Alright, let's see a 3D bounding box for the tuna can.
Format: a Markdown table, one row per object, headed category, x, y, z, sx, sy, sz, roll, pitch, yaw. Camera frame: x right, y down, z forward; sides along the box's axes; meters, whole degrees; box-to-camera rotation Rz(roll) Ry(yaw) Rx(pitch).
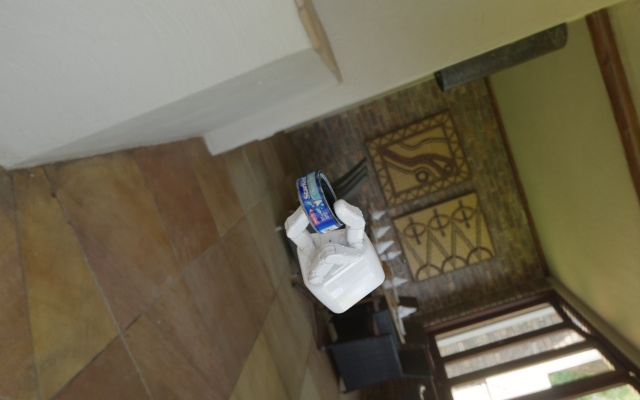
| category | x | y | z | sx | sy | sz | roll | pitch | yaw |
| --- | --- | --- | --- | --- | --- | --- | --- | --- | --- |
| tuna can | 0.001 | 0.002 | 0.663 | 0.034 | 0.086 | 0.086 | -23 | -5 | 12 |
